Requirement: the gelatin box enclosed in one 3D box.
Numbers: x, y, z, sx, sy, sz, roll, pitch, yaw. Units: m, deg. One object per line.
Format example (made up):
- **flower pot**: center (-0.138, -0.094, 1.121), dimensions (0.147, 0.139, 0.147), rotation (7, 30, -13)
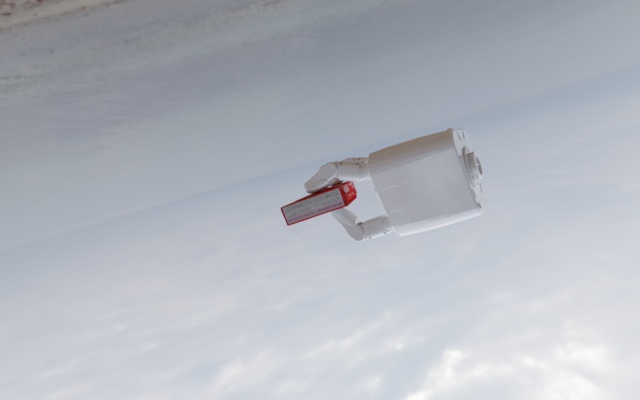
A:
- **gelatin box**: center (0.000, 0.003, 0.643), dimensions (0.089, 0.030, 0.073), rotation (-20, 3, 16)
